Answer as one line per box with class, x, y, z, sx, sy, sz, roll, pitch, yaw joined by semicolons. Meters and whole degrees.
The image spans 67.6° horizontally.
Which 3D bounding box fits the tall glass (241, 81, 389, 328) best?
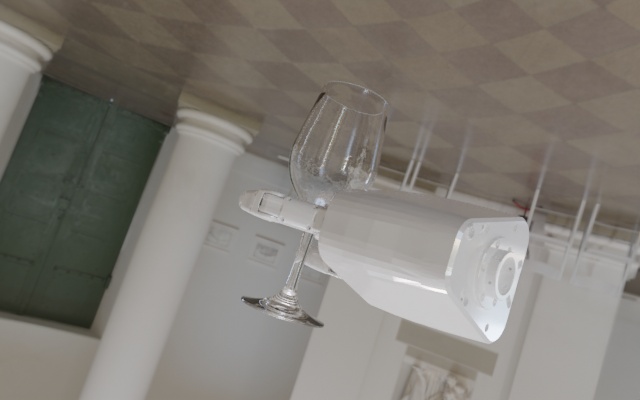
tall glass;0.000;0.002;0.415;0.079;0.201;0.079;18;-7;2
